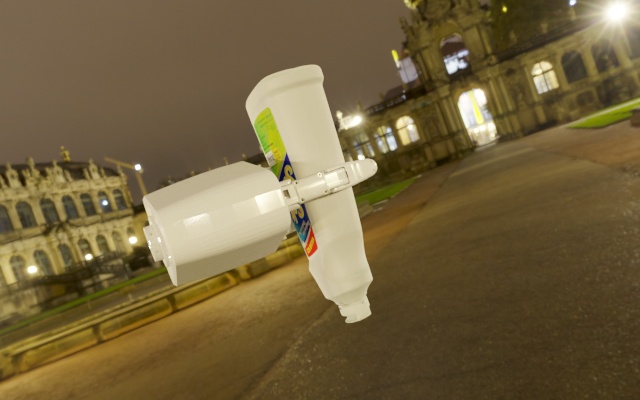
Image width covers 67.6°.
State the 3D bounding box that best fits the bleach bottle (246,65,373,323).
[{"bbox_3d":[0.000,0.002,0.484,0.068,0.251,0.102,-20,1,-22],"label":"bleach bottle"}]
